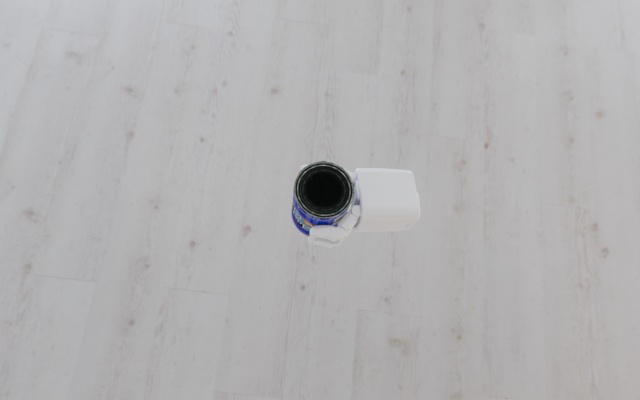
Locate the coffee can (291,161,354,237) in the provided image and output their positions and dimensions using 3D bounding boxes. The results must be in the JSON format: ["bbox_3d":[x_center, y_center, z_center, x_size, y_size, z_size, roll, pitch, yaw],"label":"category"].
[{"bbox_3d":[0.000,0.003,0.864,0.103,0.102,0.140,0,-18,-5],"label":"coffee can"}]
